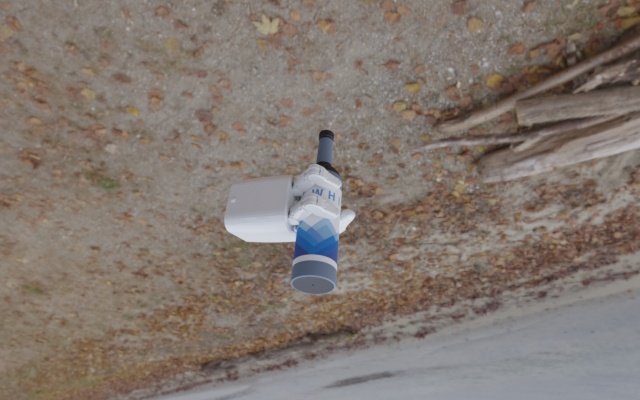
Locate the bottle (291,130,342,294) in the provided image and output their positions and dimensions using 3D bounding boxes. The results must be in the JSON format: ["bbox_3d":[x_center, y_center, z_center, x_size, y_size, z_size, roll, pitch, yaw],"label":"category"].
[{"bbox_3d":[0.000,0.003,0.779,0.069,0.295,0.069,4,-34,2],"label":"bottle"}]
